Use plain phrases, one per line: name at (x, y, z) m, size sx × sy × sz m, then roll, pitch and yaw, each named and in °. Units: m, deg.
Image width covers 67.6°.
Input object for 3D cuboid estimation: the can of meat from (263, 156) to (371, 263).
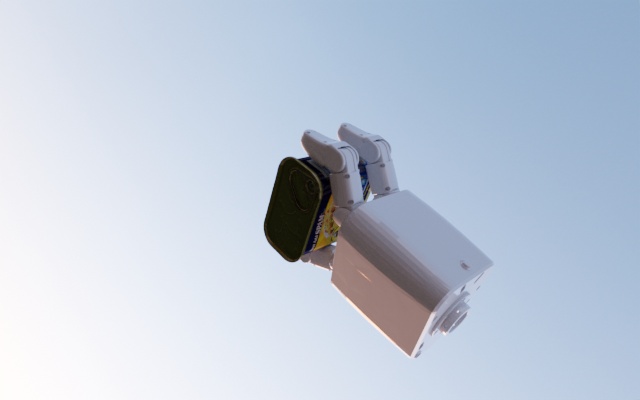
can of meat at (0.000, 0.002, 0.470) m, size 0.084 × 0.102 × 0.057 m, roll -17°, pitch 46°, yaw -43°
